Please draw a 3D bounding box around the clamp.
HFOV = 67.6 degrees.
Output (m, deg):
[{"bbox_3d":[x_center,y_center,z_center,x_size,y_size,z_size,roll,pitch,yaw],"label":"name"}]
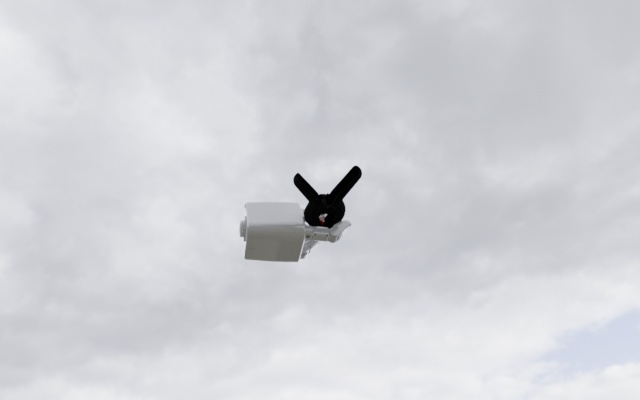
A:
[{"bbox_3d":[0.000,0.003,0.869,0.120,0.039,0.172,3,-46,-13],"label":"clamp"}]
